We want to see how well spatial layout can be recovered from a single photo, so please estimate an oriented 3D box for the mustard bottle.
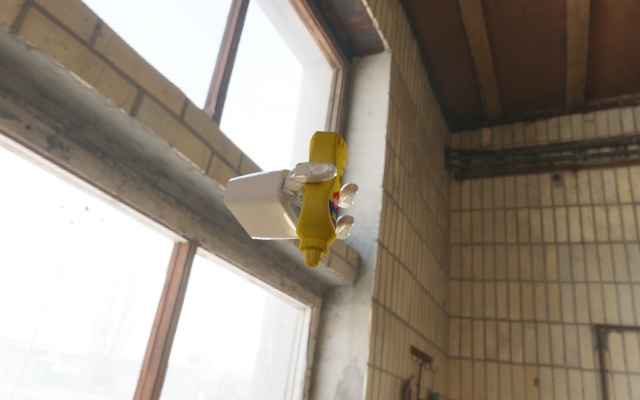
[{"bbox_3d":[0.000,0.002,0.688,0.058,0.191,0.096,6,-25,7],"label":"mustard bottle"}]
